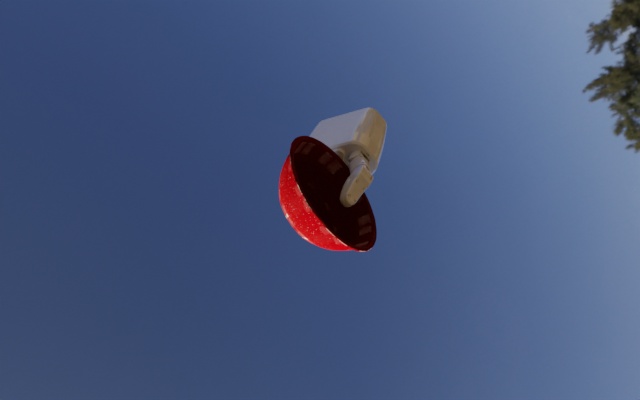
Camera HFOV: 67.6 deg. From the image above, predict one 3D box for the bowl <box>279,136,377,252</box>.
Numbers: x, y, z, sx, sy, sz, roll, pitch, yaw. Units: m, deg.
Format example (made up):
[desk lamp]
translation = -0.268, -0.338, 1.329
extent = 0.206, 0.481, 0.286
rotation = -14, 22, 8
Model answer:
[bowl]
translation = -0.001, 0.003, 0.588
extent = 0.055, 0.162, 0.162
rotation = -33, -16, 25
